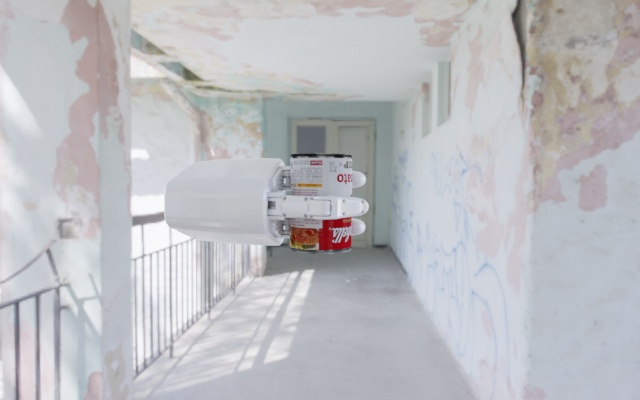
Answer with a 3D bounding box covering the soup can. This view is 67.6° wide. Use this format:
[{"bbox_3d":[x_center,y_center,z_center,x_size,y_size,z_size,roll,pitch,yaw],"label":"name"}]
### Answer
[{"bbox_3d":[0.001,0.001,0.512,0.068,0.102,0.068,1,3,0],"label":"soup can"}]
